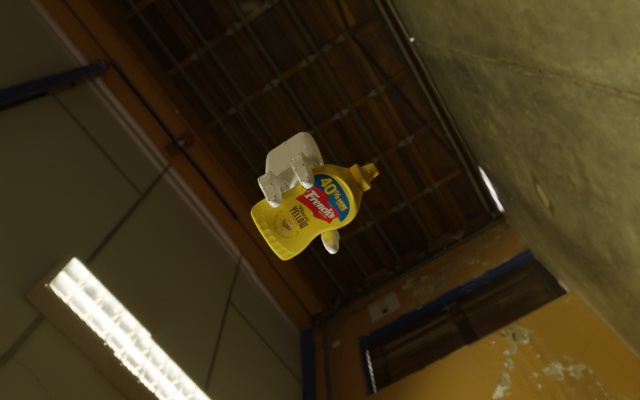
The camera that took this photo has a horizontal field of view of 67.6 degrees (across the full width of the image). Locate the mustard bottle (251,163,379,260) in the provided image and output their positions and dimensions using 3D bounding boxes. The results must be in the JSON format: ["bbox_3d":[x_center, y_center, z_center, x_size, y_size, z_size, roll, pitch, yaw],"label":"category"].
[{"bbox_3d":[0.000,0.003,0.705,0.191,0.096,0.058,-32,5,10],"label":"mustard bottle"}]
